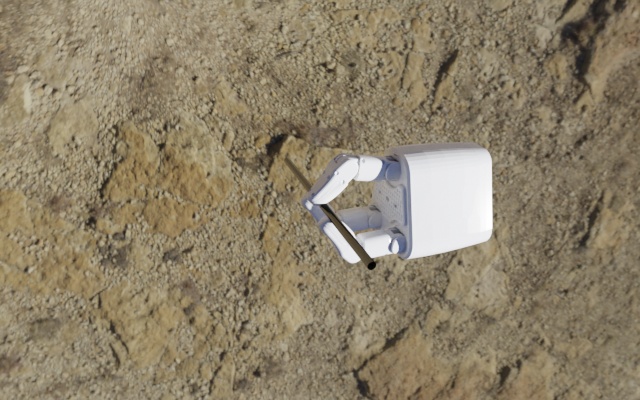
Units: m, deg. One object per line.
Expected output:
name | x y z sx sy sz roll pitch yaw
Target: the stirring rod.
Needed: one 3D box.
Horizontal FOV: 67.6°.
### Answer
stirring rod | 0.000 0.001 0.482 0.011 0.011 0.239 0 25 -22
